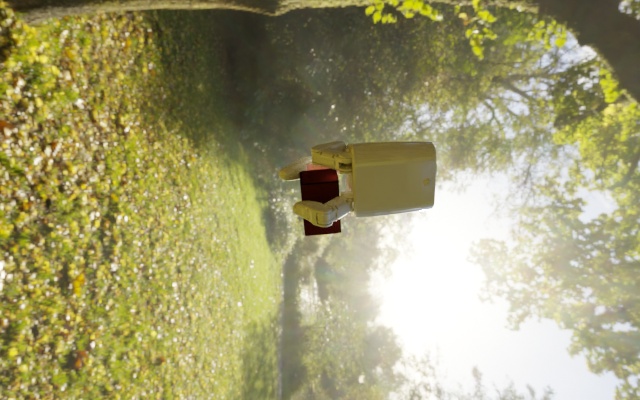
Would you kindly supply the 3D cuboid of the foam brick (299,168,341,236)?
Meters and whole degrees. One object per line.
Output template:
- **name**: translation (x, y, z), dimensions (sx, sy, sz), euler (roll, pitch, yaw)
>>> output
- **foam brick**: translation (0.000, 0.002, 0.650), dimensions (0.051, 0.078, 0.053), euler (-5, 24, -2)
